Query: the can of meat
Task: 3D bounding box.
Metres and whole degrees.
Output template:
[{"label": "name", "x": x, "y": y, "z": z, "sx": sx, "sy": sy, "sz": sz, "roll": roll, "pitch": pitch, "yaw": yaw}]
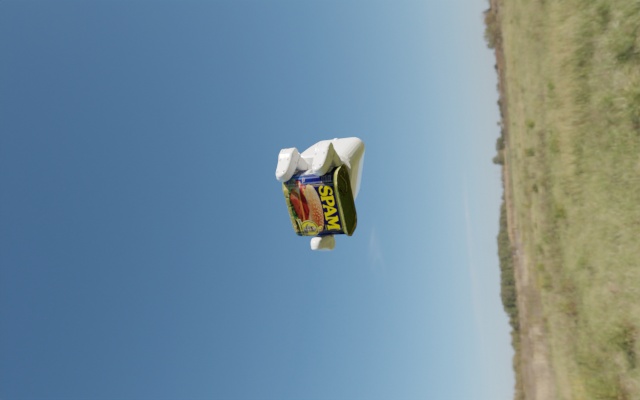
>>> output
[{"label": "can of meat", "x": 0.000, "y": 0.002, "z": 0.693, "sx": 0.084, "sy": 0.102, "sz": 0.057, "roll": -4, "pitch": 24, "yaw": 21}]
